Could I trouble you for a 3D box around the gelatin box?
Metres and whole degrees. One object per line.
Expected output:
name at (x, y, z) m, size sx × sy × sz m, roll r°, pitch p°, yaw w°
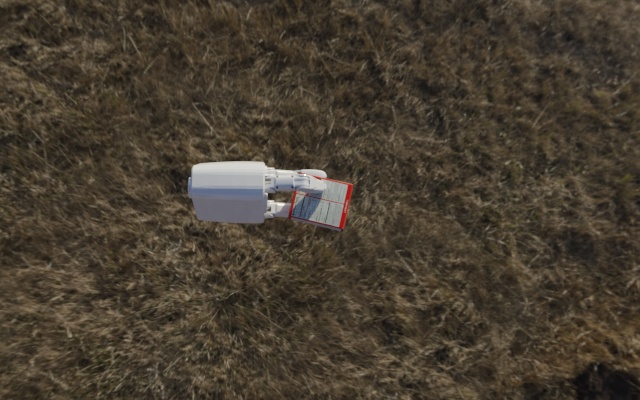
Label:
gelatin box at (0.000, 0.002, 0.749) m, size 0.089 × 0.073 × 0.030 m, roll 13°, pitch -12°, yaw 0°
